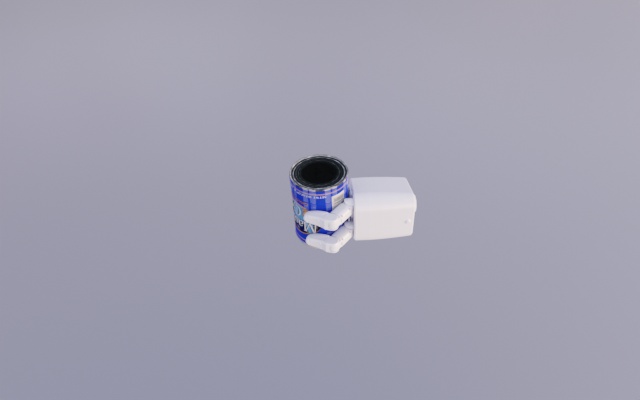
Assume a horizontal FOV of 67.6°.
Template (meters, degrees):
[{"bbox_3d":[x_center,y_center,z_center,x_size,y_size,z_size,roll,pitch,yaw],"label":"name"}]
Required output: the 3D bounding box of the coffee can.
[{"bbox_3d":[0.000,0.003,0.864,0.103,0.140,0.102,-2,41,2],"label":"coffee can"}]
